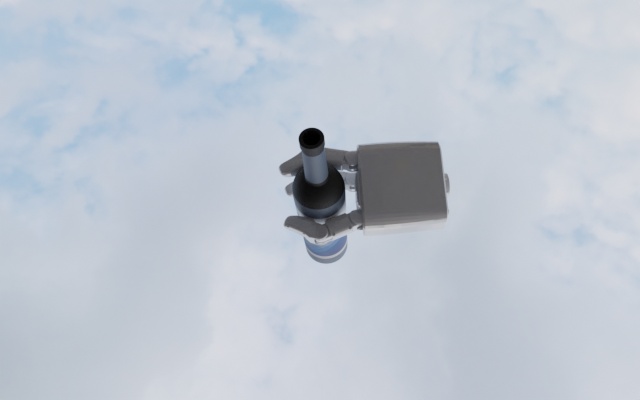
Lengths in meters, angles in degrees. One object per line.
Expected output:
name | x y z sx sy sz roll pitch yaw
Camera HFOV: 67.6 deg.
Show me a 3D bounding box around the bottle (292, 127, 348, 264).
bottle | 0.000 0.002 0.626 0.069 0.069 0.296 0 -27 4
